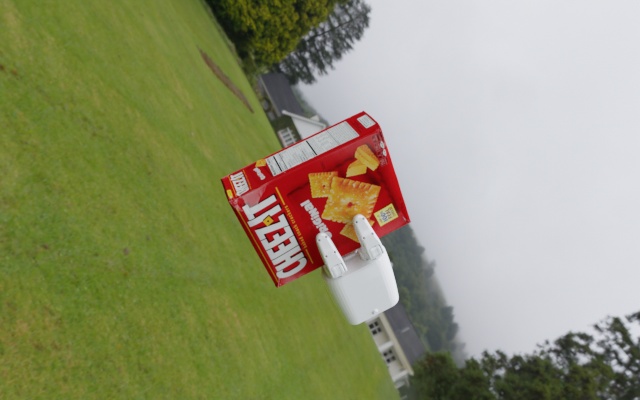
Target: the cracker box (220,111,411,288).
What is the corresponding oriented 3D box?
[{"bbox_3d":[0.000,0.002,0.646,0.213,0.164,0.072,-26,34,-5],"label":"cracker box"}]
